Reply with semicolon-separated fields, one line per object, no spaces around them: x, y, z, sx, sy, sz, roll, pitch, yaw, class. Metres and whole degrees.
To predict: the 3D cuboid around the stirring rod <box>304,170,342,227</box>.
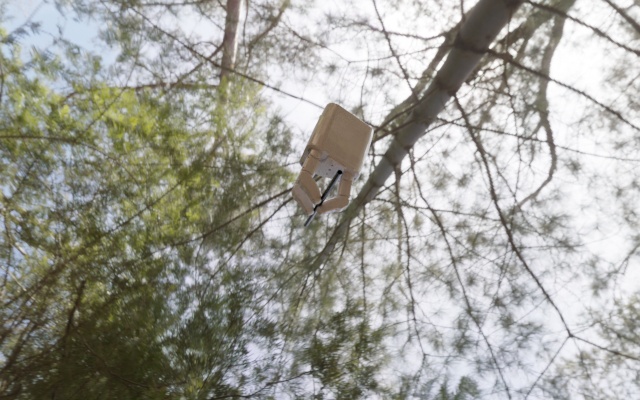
0.000;0.003;0.816;0.011;0.011;0.240;0;-22;-15;stirring rod
